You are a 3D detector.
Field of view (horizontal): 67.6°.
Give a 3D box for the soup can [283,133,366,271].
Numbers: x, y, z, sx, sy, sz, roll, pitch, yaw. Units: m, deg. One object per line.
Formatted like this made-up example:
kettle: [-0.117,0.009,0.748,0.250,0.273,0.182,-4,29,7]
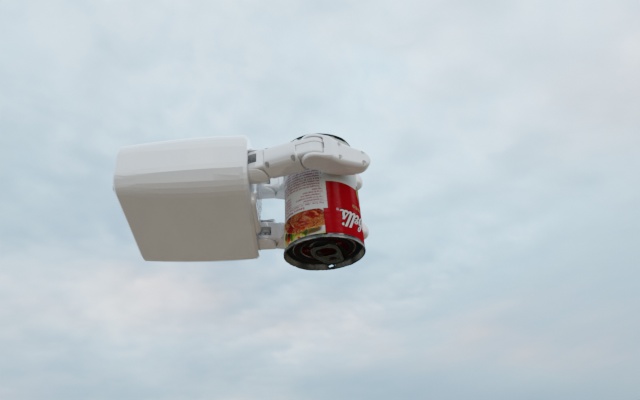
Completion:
soup can: [0.001,0.001,0.416,0.068,0.102,0.068,-3,-30,-2]
